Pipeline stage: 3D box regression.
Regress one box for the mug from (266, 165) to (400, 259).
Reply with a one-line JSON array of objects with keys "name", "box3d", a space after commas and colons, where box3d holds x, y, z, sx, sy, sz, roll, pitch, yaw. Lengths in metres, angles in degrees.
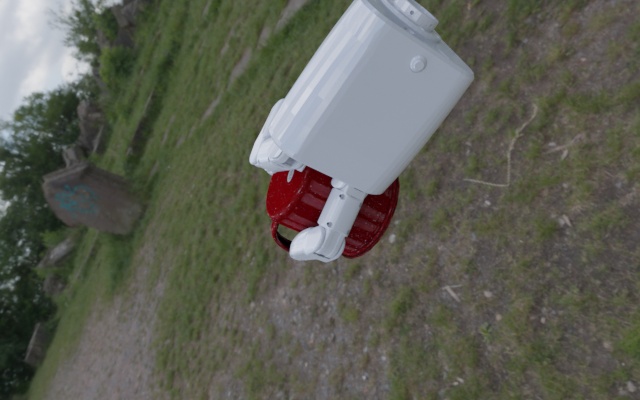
[{"name": "mug", "box3d": [-0.001, 0.002, 0.415, 0.081, 0.117, 0.093, 24, 31, -24]}]
